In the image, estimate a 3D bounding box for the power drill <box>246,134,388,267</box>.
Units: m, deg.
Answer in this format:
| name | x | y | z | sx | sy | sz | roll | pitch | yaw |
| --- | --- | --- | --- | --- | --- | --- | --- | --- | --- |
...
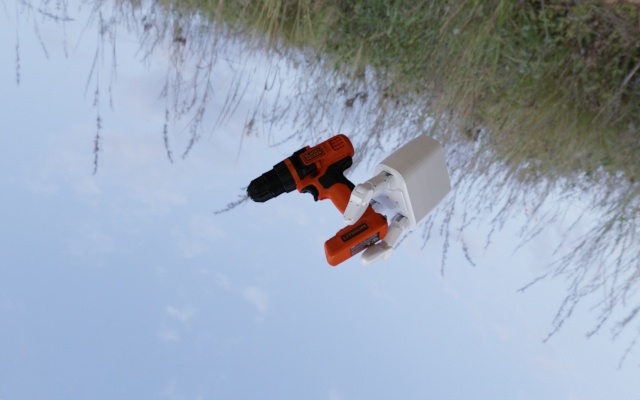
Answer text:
| name | x | y | z | sx | sy | sz | roll | pitch | yaw |
| --- | --- | --- | --- | --- | --- | --- | --- | --- | --- |
| power drill | 0.001 | 0.003 | 0.725 | 0.184 | 0.187 | 0.057 | -29 | -23 | -6 |
